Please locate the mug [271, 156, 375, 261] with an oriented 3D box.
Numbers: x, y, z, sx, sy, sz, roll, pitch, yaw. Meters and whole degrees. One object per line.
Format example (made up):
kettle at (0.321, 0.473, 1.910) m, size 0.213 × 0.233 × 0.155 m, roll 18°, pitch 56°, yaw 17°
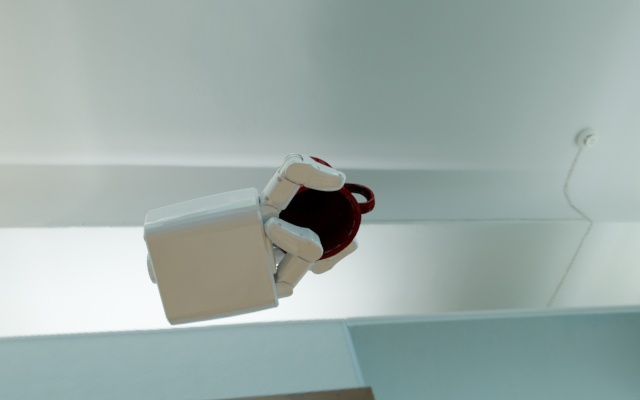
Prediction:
mug at (0.001, 0.001, 0.514) m, size 0.117 × 0.093 × 0.081 m, roll -10°, pitch 31°, yaw -7°
